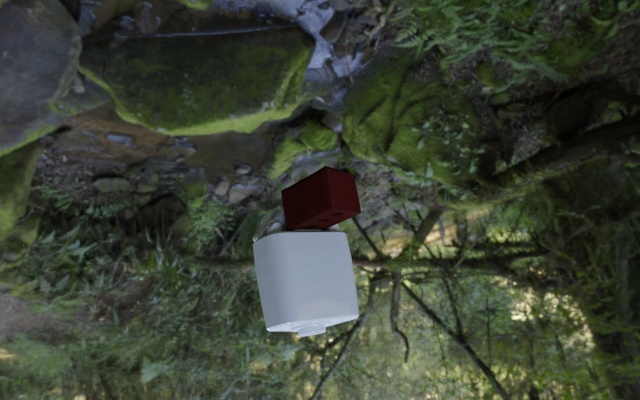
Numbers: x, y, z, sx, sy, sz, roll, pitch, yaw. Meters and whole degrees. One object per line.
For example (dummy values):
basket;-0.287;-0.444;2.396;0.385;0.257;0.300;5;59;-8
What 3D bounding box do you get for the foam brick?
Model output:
foam brick;0.000;0.002;0.563;0.053;0.051;0.078;11;-29;-45
